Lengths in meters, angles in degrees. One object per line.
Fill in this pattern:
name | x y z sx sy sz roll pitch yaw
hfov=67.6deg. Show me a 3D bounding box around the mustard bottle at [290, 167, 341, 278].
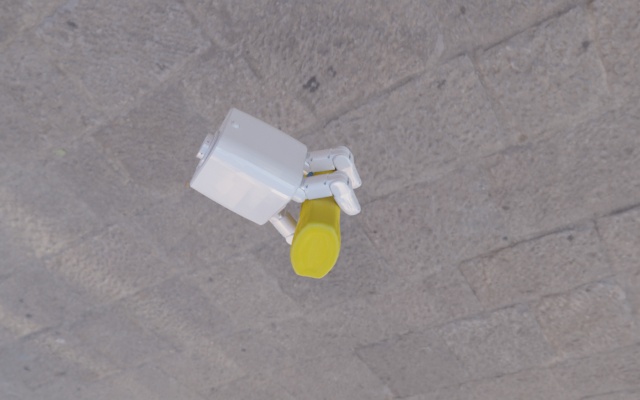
mustard bottle | 0.000 0.002 0.632 0.058 0.096 0.191 9 40 -2
